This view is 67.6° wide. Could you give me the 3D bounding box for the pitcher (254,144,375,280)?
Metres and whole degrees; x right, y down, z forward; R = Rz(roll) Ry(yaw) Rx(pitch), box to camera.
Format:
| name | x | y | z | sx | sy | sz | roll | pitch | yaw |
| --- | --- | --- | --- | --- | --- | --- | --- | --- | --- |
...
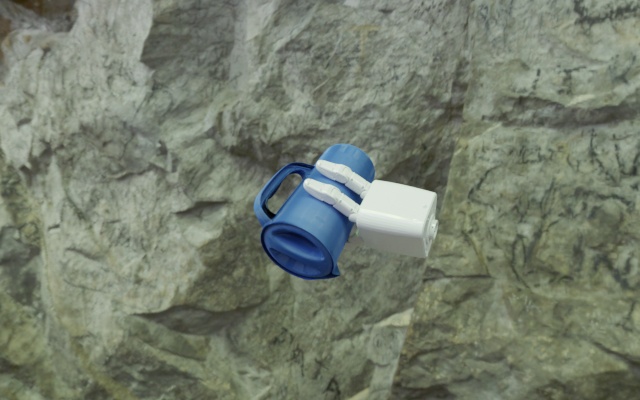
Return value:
| name | x | y | z | sx | sy | sz | roll | pitch | yaw |
| --- | --- | --- | --- | --- | --- | --- | --- | --- | --- |
| pitcher | 0.000 | 0.003 | 0.835 | 0.145 | 0.149 | 0.242 | 11 | 46 | 23 |
